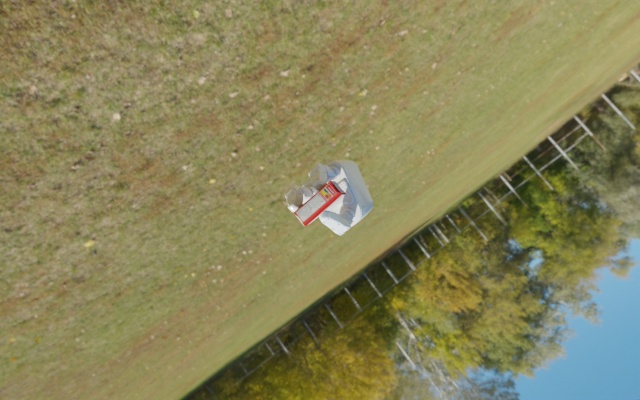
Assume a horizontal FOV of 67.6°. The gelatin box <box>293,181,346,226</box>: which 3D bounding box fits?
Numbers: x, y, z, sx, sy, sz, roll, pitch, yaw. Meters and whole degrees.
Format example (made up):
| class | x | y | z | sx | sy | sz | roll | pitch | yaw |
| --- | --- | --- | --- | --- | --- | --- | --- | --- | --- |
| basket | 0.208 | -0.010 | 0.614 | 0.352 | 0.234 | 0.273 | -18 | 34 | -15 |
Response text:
| class | x | y | z | sx | sy | sz | roll | pitch | yaw |
| --- | --- | --- | --- | --- | --- | --- | --- | --- | --- |
| gelatin box | 0.000 | 0.003 | 0.733 | 0.073 | 0.030 | 0.089 | -40 | -2 | 7 |
